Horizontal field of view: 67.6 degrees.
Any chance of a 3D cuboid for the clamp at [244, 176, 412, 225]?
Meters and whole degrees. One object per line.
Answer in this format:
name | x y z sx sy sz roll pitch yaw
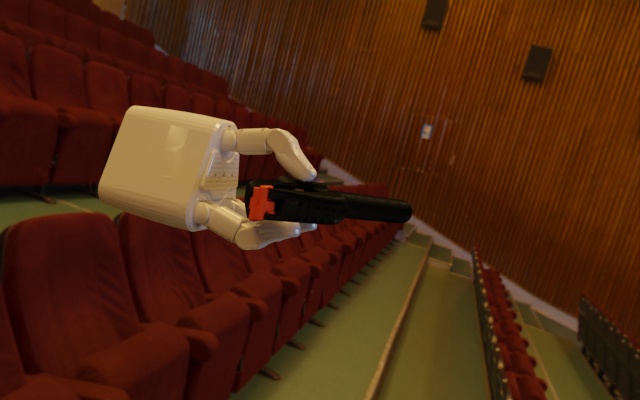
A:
clamp | 0.000 0.001 0.458 0.164 0.036 0.210 11 6 15
